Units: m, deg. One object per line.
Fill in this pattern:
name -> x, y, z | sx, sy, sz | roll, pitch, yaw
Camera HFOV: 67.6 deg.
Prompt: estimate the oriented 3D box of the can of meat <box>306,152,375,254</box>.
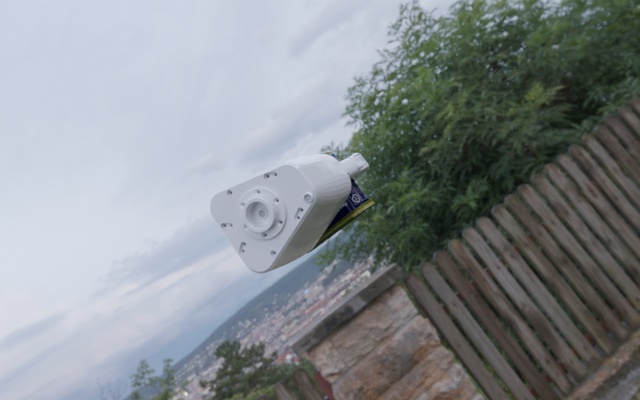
can of meat -> 0.000, 0.002, 0.590 | 0.102, 0.084, 0.057 | -39, -6, 23
